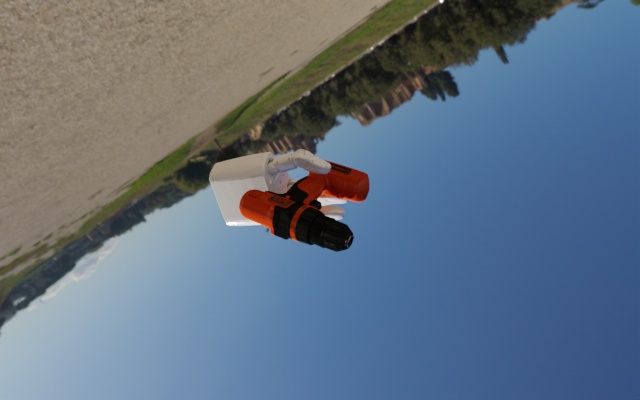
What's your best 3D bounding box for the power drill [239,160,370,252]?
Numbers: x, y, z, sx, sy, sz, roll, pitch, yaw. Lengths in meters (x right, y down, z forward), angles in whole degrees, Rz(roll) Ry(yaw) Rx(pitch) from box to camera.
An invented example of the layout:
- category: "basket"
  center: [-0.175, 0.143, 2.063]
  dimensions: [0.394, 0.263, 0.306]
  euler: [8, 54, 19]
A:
- category: "power drill"
  center: [0.000, 0.002, 0.725]
  dimensions: [0.184, 0.057, 0.187]
  euler: [21, 31, 26]
